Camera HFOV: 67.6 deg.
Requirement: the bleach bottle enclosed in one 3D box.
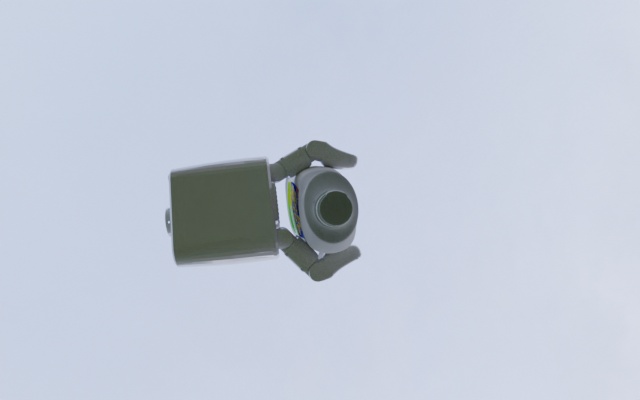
[{"bbox_3d":[0.000,0.002,0.519,0.068,0.102,0.251,-6,-1,-6],"label":"bleach bottle"}]
